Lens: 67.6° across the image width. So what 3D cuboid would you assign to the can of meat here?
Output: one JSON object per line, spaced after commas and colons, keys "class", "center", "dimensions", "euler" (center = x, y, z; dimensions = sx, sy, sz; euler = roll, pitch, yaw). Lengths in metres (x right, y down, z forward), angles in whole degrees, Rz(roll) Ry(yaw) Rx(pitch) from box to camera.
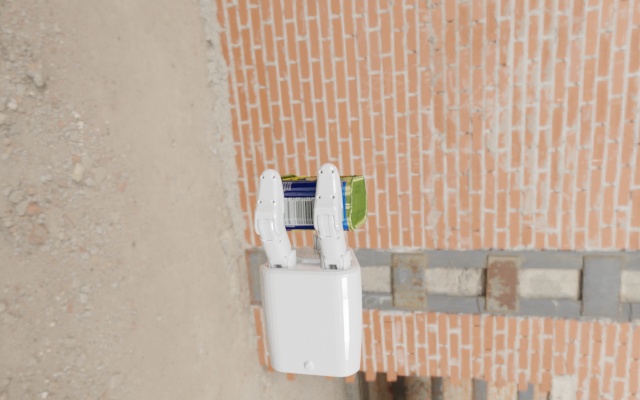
{"class": "can of meat", "center": [0.000, 0.002, 0.492], "dimensions": [0.084, 0.057, 0.102], "euler": [-1, 5, 14]}
